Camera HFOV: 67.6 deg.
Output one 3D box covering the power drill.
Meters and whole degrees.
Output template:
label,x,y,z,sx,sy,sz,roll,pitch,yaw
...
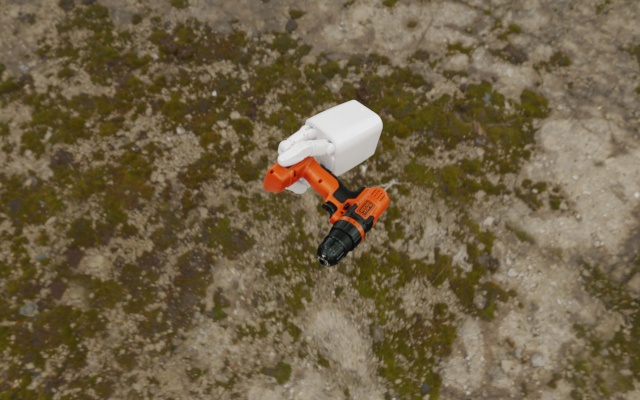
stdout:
label,x,y,z,sx,sy,sz,roll,pitch,yaw
power drill,0.000,0.002,0.786,0.184,0.187,0.057,-44,-13,-40
